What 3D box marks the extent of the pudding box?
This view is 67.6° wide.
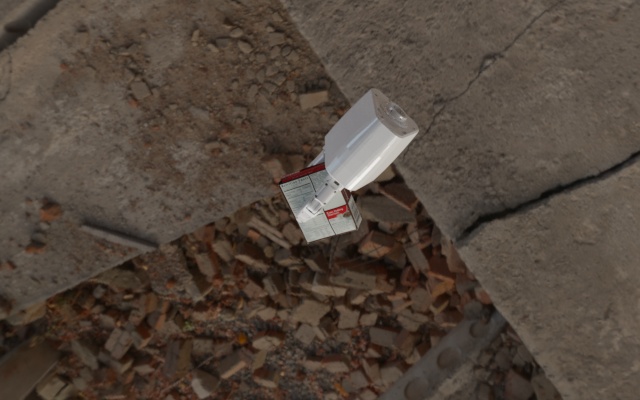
[{"bbox_3d":[0.000,0.002,0.725,0.090,0.113,0.039,-17,20,20],"label":"pudding box"}]
